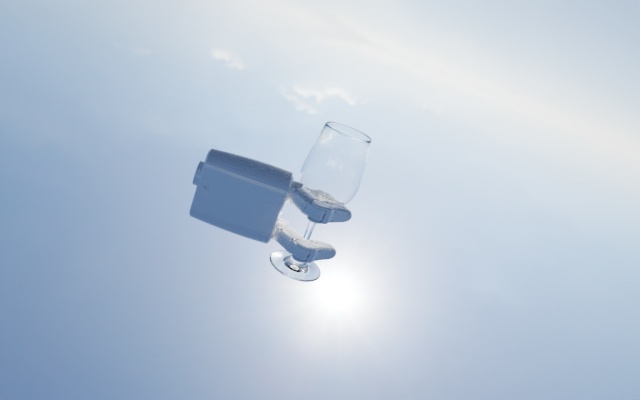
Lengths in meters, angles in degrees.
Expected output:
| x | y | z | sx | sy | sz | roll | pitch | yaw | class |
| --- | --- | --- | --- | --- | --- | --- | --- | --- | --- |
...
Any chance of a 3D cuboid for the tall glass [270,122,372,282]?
| x | y | z | sx | sy | sz | roll | pitch | yaw | class |
| --- | --- | --- | --- | --- | --- | --- | --- | --- | --- |
| 0.000 | 0.003 | 0.620 | 0.079 | 0.201 | 0.079 | 20 | 19 | -7 | tall glass |
